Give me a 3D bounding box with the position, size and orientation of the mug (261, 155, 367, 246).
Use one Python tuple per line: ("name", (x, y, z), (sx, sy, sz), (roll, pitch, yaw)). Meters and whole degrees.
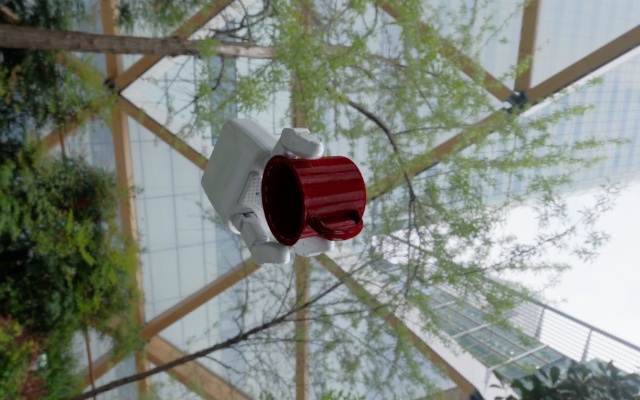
("mug", (0.001, 0.002, 0.493), (0.081, 0.093, 0.117), (-8, 34, -32))
